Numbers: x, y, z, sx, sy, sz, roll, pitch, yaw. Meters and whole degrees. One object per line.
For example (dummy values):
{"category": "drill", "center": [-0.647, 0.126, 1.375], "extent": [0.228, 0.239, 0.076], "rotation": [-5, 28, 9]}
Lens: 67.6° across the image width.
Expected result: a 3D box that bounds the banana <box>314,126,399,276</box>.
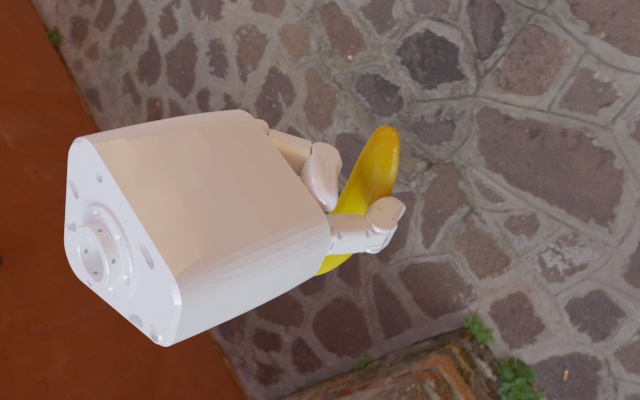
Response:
{"category": "banana", "center": [0.008, 0.019, 0.406], "extent": [0.037, 0.069, 0.198], "rotation": [-20, -14, -47]}
